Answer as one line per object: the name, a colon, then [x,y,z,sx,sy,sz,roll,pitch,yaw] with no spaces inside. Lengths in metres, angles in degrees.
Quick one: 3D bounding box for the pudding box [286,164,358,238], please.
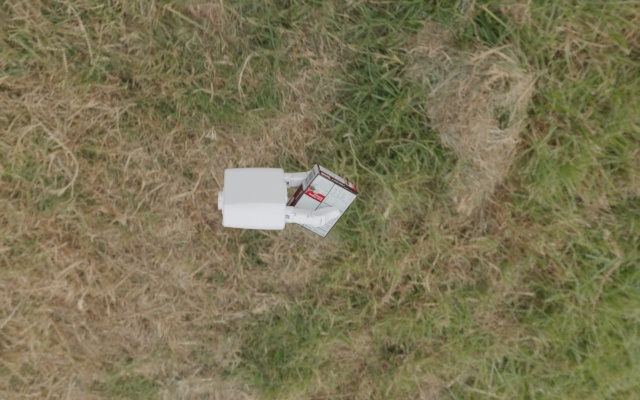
pudding box: [0.000,0.003,0.868,0.090,0.113,0.039,28,26,-22]
